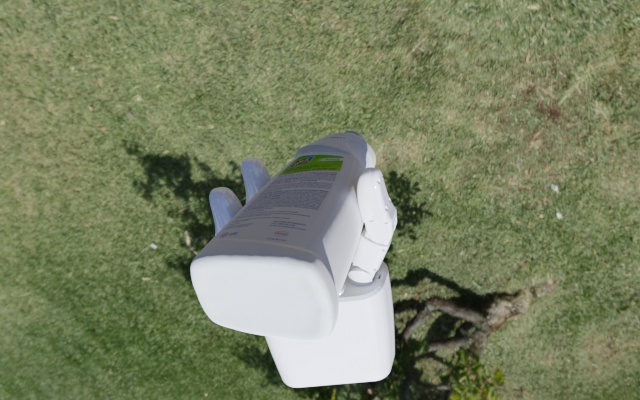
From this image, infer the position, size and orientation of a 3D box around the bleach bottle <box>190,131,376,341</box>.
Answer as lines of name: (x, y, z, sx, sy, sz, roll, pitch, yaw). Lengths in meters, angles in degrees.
bleach bottle: (0.000, 0.001, 0.401, 0.102, 0.068, 0.250, 1, 30, 22)
